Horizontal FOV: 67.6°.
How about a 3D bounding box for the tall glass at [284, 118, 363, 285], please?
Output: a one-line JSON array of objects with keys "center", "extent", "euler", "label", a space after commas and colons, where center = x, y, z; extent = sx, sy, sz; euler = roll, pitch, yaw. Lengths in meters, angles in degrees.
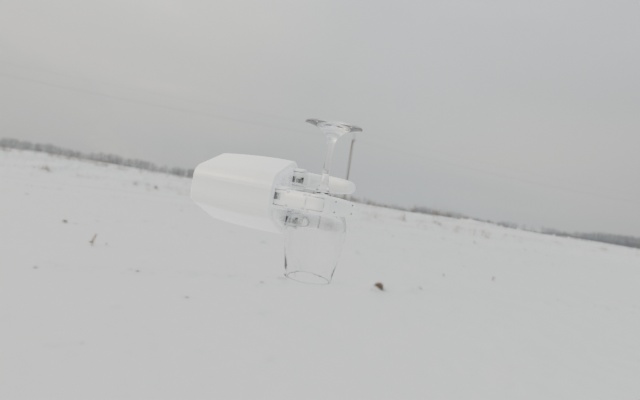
[{"center": [0.000, 0.001, 0.610], "extent": [0.079, 0.201, 0.079], "euler": [10, 1, 0], "label": "tall glass"}]
